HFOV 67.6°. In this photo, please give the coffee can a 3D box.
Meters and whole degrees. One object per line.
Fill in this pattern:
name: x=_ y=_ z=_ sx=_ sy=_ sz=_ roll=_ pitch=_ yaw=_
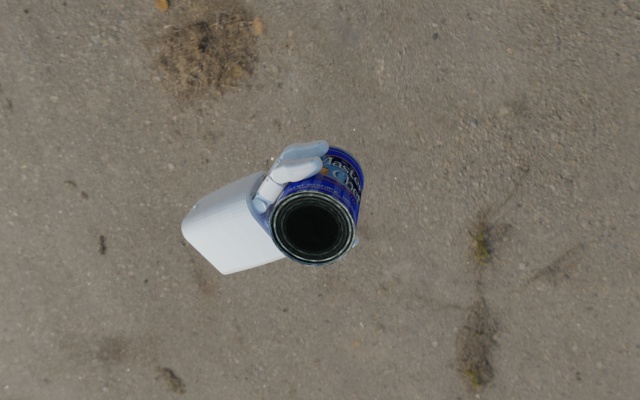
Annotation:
coffee can: x=0.000 y=0.002 z=0.609 sx=0.103 sy=0.103 sz=0.140 roll=0 pitch=27 yaw=10
